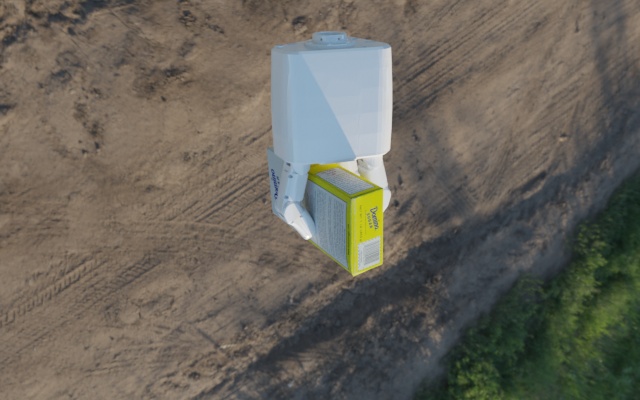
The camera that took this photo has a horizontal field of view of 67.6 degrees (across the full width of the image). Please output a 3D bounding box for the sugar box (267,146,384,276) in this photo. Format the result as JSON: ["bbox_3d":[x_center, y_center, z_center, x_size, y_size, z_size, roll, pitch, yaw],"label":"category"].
[{"bbox_3d":[0.001,0.002,0.540,0.048,0.093,0.176,-17,31,-26],"label":"sugar box"}]
